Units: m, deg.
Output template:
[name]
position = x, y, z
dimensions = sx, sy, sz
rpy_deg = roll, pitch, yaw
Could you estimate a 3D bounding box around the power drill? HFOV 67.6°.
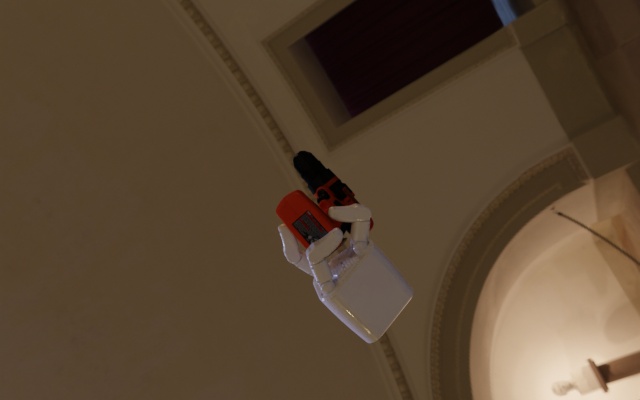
[power drill]
position = 0.000, 0.003, 0.760
dimensions = 0.057, 0.184, 0.187
rpy_deg = -44, -3, 24
